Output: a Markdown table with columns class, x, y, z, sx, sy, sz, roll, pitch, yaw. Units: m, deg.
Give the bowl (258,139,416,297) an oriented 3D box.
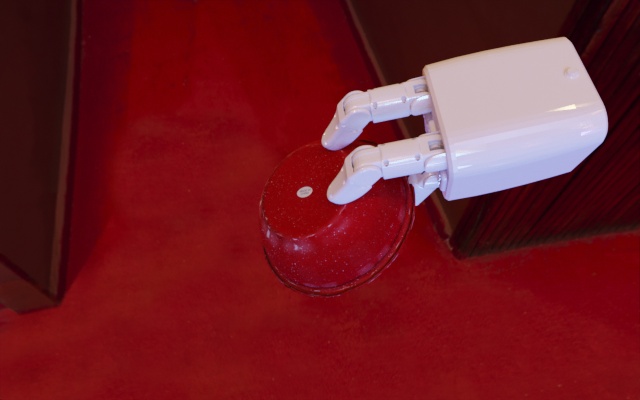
| class | x | y | z | sx | sy | sz | roll | pitch | yaw |
| --- | --- | --- | --- | --- | --- | --- | --- | --- | --- |
| bowl | -0.001 | 0.002 | 0.431 | 0.162 | 0.162 | 0.055 | 0 | -24 | 32 |
